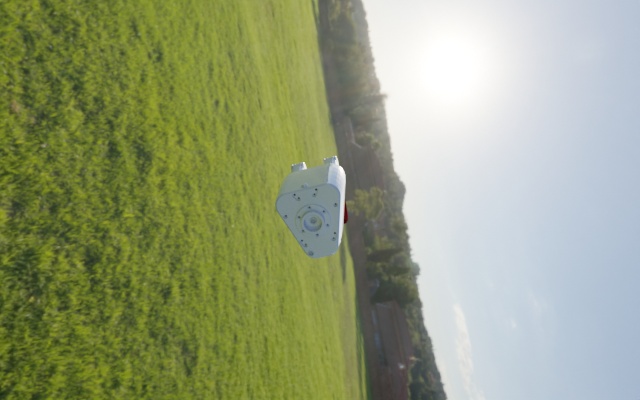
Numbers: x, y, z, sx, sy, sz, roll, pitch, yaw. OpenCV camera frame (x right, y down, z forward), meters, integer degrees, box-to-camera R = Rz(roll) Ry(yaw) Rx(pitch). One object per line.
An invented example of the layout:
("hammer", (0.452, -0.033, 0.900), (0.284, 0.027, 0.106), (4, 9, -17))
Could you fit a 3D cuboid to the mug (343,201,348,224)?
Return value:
("mug", (0.000, 0.002, 0.824), (0.081, 0.093, 0.117), (-12, 18, 8))
